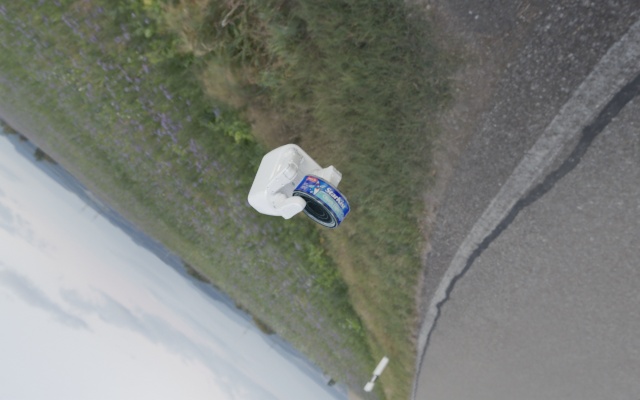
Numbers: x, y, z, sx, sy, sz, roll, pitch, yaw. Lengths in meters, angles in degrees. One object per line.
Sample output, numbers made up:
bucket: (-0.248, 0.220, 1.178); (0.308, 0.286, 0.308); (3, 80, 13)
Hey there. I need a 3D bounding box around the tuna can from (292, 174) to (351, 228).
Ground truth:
tuna can: (0.000, 0.003, 0.705); (0.086, 0.033, 0.086); (33, -21, 14)
